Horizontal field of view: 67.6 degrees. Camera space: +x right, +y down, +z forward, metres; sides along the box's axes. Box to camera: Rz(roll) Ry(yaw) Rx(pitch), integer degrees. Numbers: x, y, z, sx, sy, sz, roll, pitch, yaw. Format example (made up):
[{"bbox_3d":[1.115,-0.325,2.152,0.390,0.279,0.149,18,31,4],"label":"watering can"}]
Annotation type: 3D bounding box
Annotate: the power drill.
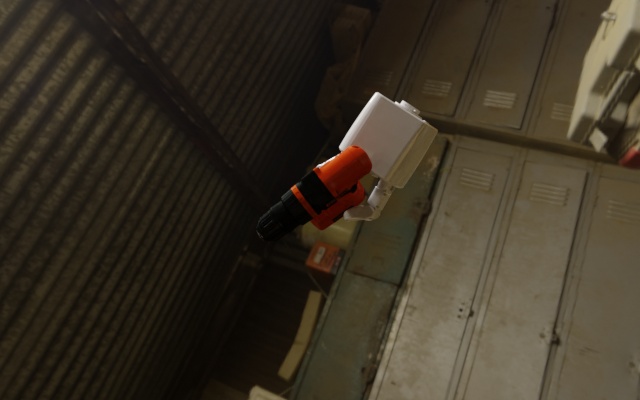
[{"bbox_3d":[0.000,0.002,0.718,0.184,0.057,0.188,-36,-9,3],"label":"power drill"}]
